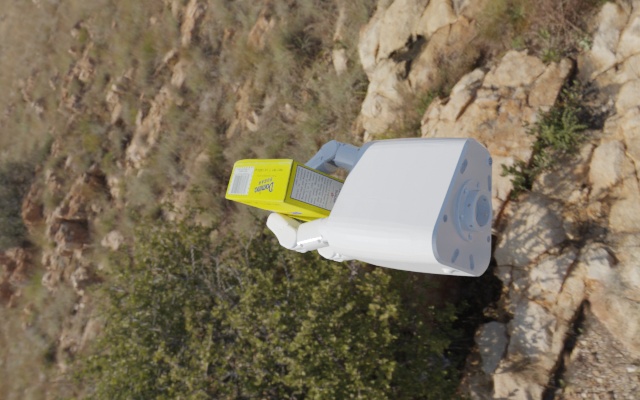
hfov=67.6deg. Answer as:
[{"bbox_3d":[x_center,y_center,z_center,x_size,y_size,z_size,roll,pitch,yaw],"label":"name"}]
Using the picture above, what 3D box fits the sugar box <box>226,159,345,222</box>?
[{"bbox_3d":[0.000,0.002,0.504,0.093,0.048,0.176,4,-13,46],"label":"sugar box"}]
